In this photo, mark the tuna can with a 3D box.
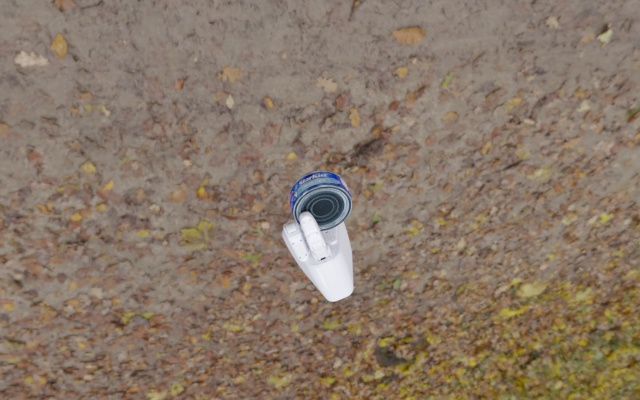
[{"bbox_3d":[0.000,0.002,0.662,0.086,0.086,0.033,0,39,-16],"label":"tuna can"}]
